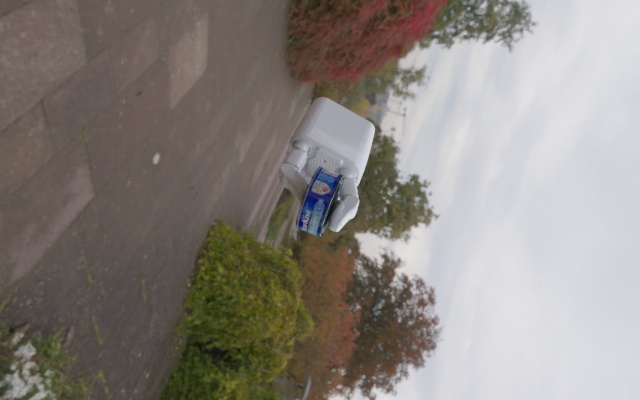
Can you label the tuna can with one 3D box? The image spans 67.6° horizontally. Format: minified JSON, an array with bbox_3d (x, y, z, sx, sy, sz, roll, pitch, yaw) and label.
[{"bbox_3d":[0.001,0.002,0.610,0.034,0.086,0.086,21,2,7],"label":"tuna can"}]
